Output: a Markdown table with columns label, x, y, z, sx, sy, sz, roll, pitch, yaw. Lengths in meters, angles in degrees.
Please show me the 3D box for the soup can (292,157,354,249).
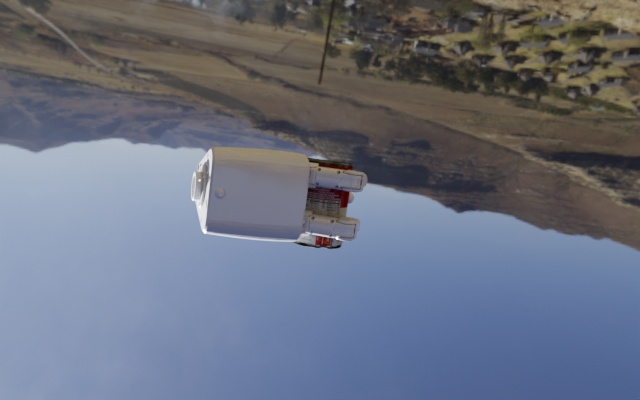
| label | x | y | z | sx | sy | sz | roll | pitch | yaw |
| --- | --- | --- | --- | --- | --- | --- | --- | --- | --- |
| soup can | 0.000 | 0.002 | 0.579 | 0.068 | 0.102 | 0.068 | 7 | 6 | -1 |
